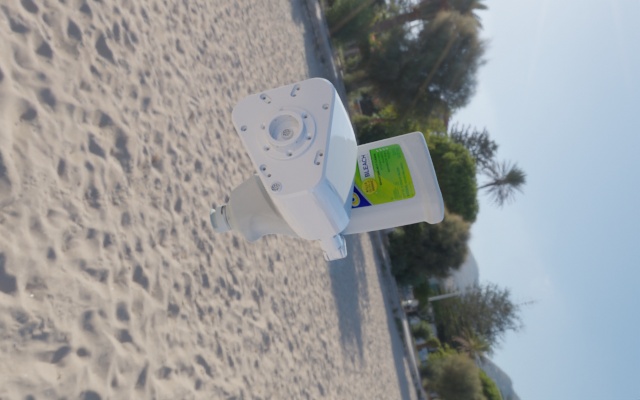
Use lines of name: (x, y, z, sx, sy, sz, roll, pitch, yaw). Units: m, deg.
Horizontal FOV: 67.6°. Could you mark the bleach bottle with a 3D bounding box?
bleach bottle: (0.000, 0.002, 0.532, 0.251, 0.102, 0.068, -14, -23, 7)
